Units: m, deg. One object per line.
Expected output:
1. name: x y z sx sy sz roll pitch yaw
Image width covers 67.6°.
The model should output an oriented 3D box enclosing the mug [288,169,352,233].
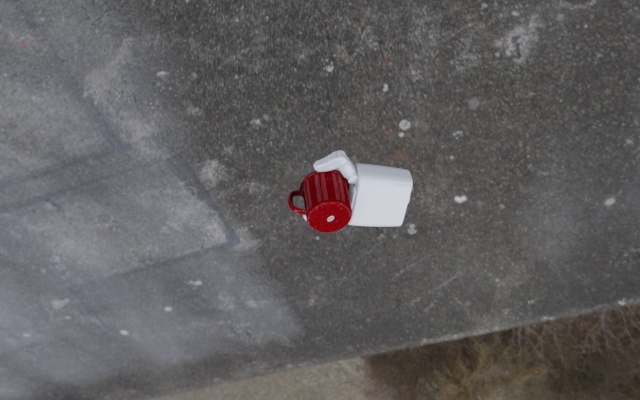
1. mug: -0.001 0.003 0.859 0.117 0.093 0.081 2 44 -11
